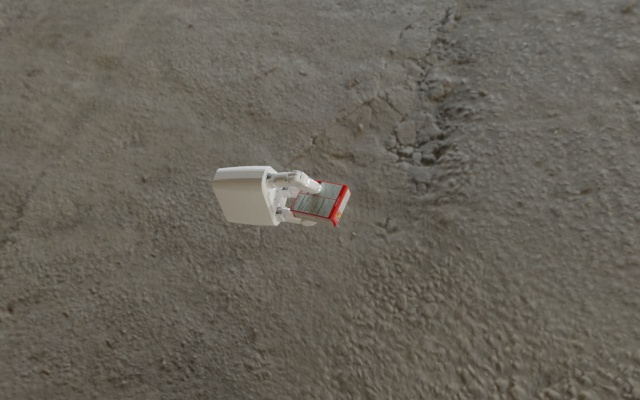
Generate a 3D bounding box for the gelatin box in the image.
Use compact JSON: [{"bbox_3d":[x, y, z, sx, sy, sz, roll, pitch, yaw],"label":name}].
[{"bbox_3d":[0.000,0.003,0.854,0.089,0.073,0.030,11,-30,29],"label":"gelatin box"}]
